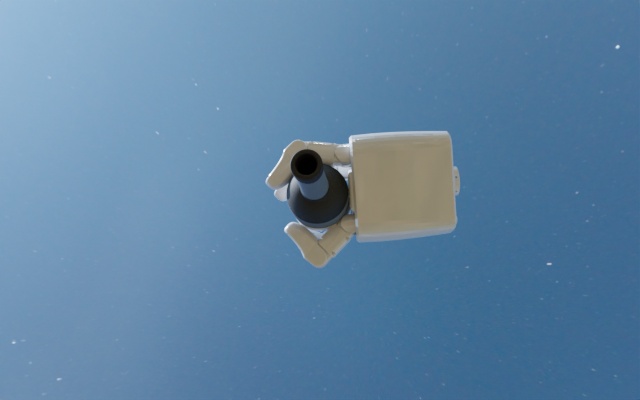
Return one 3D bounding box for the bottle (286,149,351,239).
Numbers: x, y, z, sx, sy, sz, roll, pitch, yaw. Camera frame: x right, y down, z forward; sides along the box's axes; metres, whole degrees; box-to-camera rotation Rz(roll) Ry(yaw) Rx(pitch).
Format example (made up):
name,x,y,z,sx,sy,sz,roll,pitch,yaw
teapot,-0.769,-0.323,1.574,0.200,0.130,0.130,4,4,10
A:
name,x,y,z,sx,sy,sz,roll,pitch,yaw
bottle,0.000,0.002,0.539,0.069,0.069,0.296,0,-12,5
